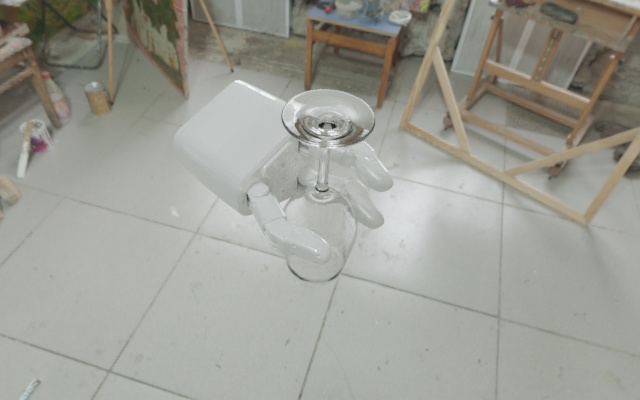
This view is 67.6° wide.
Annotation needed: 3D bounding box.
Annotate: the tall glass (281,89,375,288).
[{"bbox_3d":[0.000,0.001,0.447,0.079,0.079,0.201,0,-43,-4],"label":"tall glass"}]
